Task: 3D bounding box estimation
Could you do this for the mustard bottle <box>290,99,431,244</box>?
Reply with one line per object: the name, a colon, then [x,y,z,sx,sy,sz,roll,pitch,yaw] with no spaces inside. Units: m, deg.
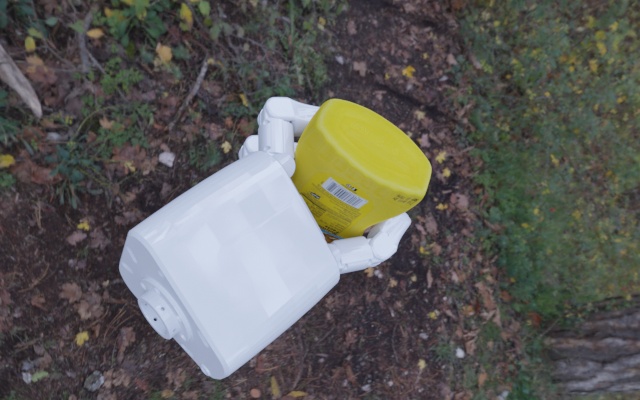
mustard bottle: [0.000,0.001,0.406,0.096,0.058,0.192,31,-35,-11]
